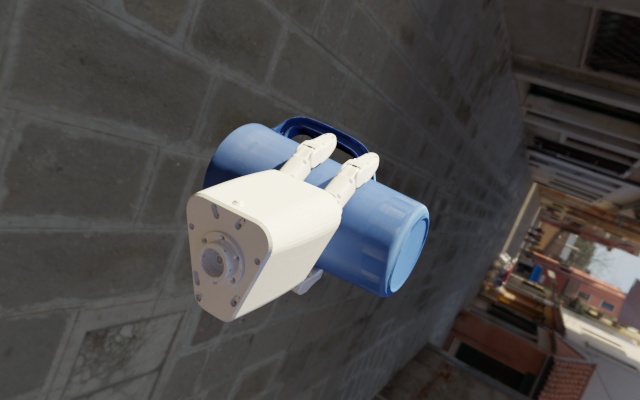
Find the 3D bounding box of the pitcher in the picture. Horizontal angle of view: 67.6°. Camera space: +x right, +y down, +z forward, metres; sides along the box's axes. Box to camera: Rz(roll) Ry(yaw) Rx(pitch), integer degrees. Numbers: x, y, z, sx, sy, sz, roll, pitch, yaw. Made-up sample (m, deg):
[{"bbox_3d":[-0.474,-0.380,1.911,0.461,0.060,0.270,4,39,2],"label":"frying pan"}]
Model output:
[{"bbox_3d":[0.000,0.002,0.554,0.243,0.149,0.145,25,22,24],"label":"pitcher"}]
